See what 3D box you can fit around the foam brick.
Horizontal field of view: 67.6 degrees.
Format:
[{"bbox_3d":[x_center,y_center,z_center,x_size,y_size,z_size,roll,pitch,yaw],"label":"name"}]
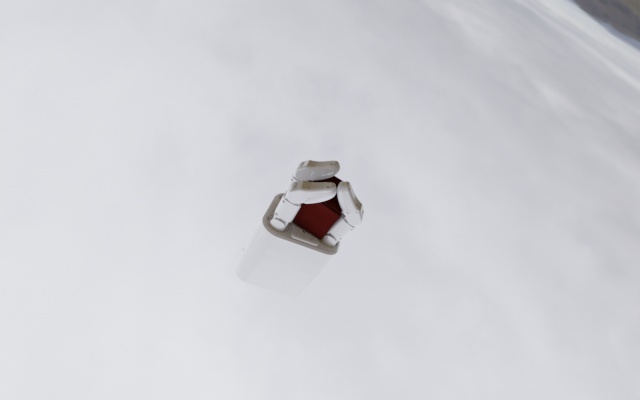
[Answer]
[{"bbox_3d":[0.000,0.002,0.644,0.053,0.051,0.078,32,32,-6],"label":"foam brick"}]
